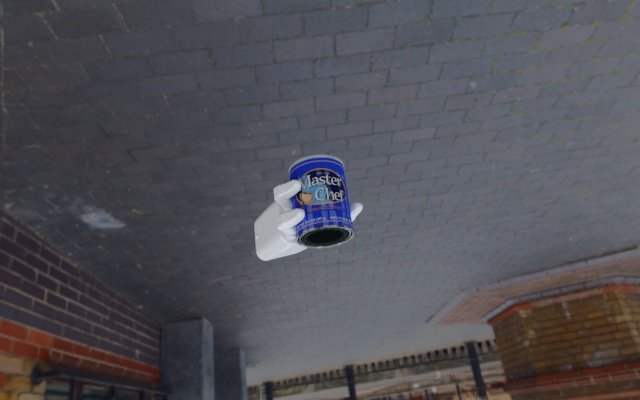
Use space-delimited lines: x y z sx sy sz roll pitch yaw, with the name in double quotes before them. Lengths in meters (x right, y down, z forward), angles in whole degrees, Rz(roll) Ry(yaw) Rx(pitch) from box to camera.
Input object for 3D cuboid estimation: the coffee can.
"coffee can" 0.000 0.003 0.857 0.103 0.140 0.103 -6 -25 -3
